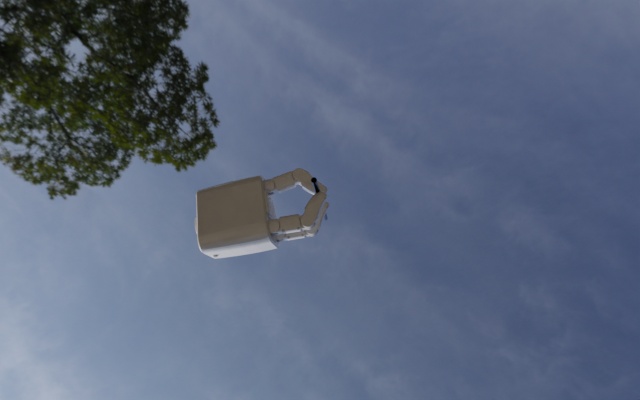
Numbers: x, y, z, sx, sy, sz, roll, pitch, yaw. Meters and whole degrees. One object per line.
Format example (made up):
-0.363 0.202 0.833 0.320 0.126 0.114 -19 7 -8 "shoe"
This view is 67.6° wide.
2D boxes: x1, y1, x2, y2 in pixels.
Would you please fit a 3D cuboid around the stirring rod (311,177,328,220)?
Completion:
0.000 0.002 0.766 0.011 0.011 0.239 0 -15 4 "stirring rod"
